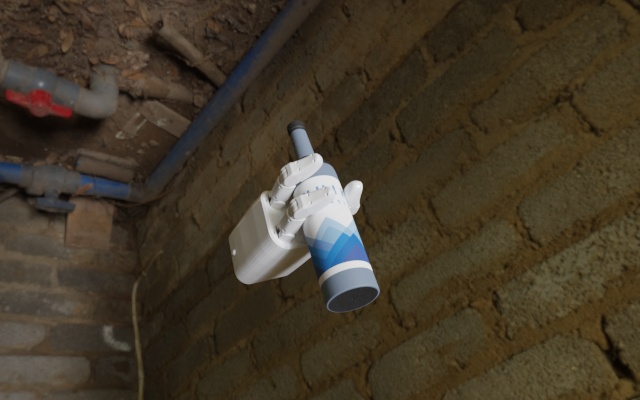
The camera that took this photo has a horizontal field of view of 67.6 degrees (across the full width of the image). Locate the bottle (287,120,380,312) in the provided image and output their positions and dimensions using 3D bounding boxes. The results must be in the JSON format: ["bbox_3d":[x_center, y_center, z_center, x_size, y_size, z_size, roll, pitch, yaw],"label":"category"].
[{"bbox_3d":[0.000,0.002,0.646,0.069,0.295,0.069,-12,-35,-9],"label":"bottle"}]
